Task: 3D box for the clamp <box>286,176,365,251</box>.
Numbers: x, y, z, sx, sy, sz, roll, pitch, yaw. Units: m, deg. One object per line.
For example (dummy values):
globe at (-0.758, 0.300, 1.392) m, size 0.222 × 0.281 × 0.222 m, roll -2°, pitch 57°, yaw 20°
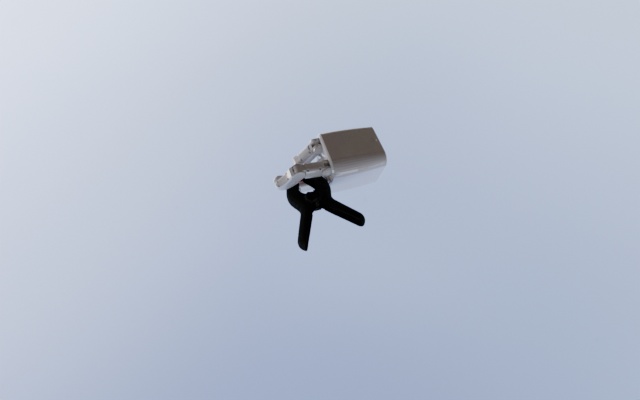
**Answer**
clamp at (0.000, 0.003, 0.832) m, size 0.120 × 0.171 × 0.039 m, roll -12°, pitch -35°, yaw -12°
